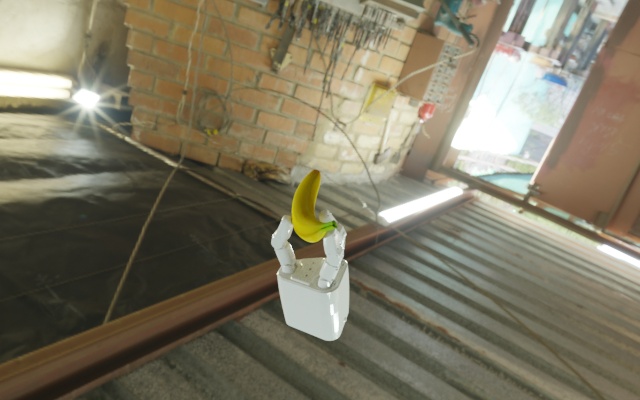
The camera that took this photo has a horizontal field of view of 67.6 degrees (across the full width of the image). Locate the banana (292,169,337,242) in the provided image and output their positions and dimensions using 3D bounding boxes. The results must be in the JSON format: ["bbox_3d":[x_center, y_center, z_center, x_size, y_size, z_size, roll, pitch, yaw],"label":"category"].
[{"bbox_3d":[-0.016,0.013,0.758,0.069,0.037,0.197,-29,29,6],"label":"banana"}]
